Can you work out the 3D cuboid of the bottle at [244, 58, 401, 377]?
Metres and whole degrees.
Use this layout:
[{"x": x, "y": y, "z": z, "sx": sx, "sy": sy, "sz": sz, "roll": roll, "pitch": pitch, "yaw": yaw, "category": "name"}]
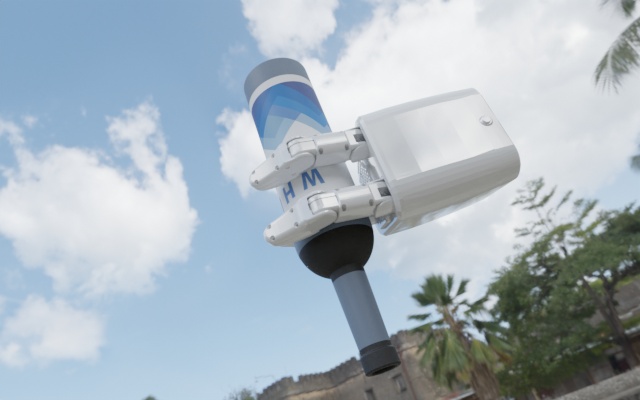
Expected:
[{"x": 0.000, "y": 0.001, "z": 0.413, "sx": 0.069, "sy": 0.295, "sz": 0.069, "roll": -16, "pitch": -29, "yaw": -9, "category": "bottle"}]
